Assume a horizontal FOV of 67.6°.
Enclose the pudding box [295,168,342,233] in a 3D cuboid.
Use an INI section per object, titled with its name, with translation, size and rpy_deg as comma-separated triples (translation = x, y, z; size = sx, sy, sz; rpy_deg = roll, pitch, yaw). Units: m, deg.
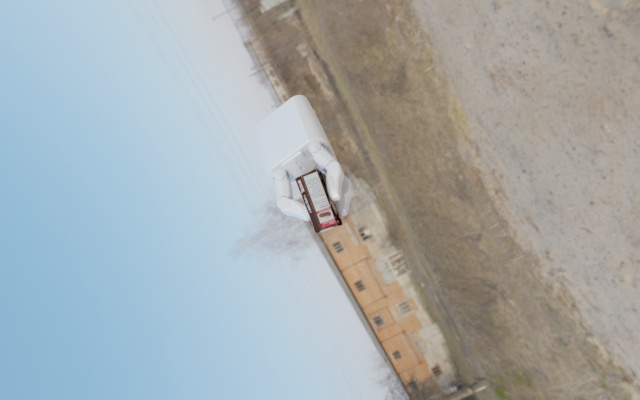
[pudding box]
translation = 0.000, 0.002, 0.732
size = 0.039, 0.090, 0.113
rpy_deg = -22, -4, 7
